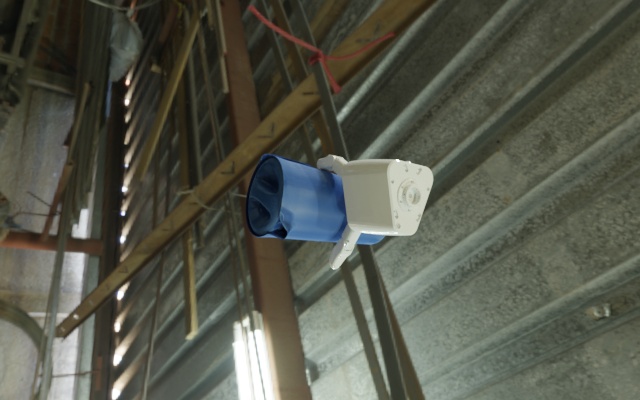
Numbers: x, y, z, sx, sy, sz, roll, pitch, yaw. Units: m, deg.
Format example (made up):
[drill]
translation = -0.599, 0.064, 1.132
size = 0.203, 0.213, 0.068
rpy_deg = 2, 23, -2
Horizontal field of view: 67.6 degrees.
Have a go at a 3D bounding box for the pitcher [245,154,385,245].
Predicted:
[pitcher]
translation = 0.000, 0.003, 0.831
size = 0.243, 0.149, 0.145
rpy_deg = 11, -7, -33
